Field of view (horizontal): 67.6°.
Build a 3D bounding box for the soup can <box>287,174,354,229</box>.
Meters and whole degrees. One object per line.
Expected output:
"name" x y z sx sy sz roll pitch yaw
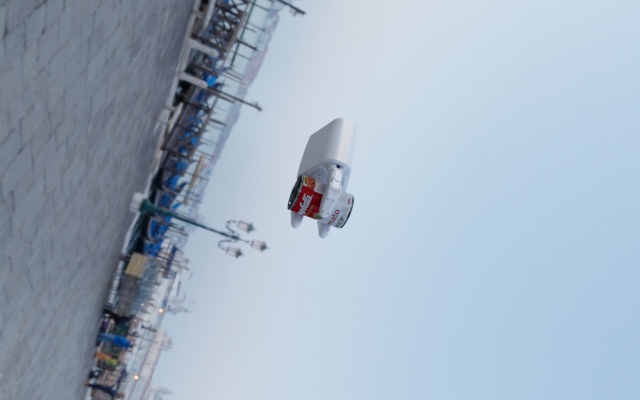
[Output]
"soup can" 0.000 0.003 0.850 0.102 0.068 0.068 21 -5 -14
